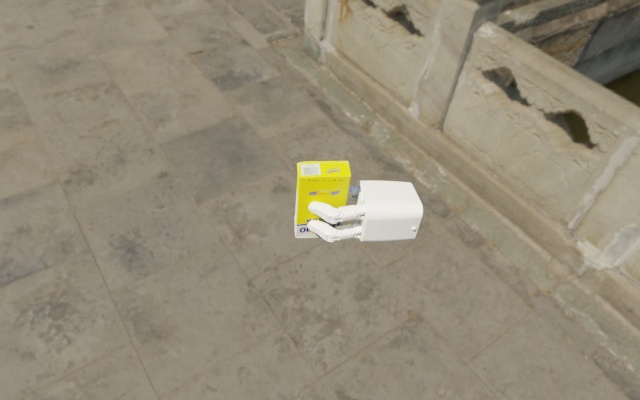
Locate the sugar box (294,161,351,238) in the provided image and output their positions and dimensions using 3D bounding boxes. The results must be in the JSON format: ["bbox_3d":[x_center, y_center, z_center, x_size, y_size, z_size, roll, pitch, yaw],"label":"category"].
[{"bbox_3d":[0.000,0.003,0.892,0.093,0.048,0.176,-1,-43,-6],"label":"sugar box"}]
